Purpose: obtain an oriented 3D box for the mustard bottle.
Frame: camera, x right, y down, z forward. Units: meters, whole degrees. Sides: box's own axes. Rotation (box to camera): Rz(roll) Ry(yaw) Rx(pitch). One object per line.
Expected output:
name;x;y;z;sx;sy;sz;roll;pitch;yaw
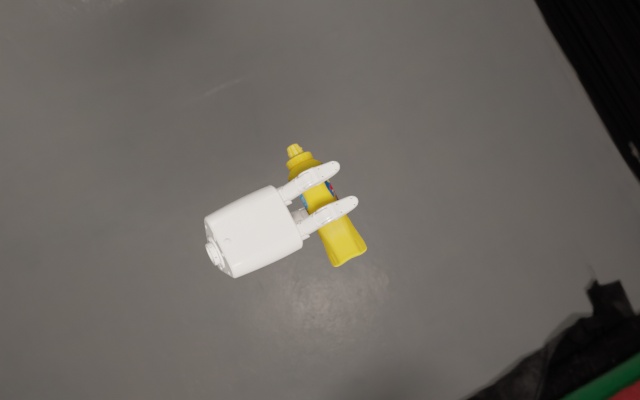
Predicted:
mustard bottle;0.001;0.002;0.712;0.058;0.191;0.096;-28;-6;2
